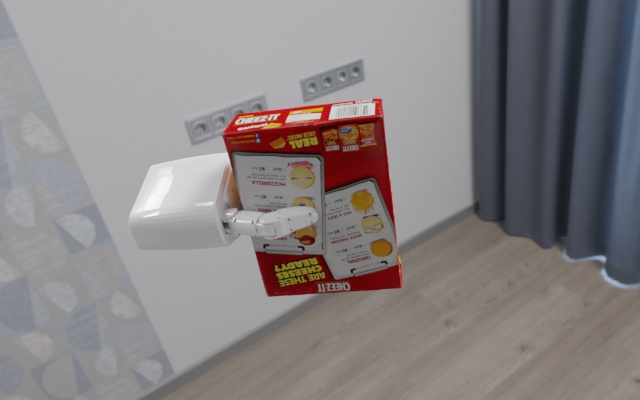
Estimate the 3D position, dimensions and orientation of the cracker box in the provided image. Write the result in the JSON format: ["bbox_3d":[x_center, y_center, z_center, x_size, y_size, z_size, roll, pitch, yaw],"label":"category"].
[{"bbox_3d":[0.000,0.002,0.538,0.164,0.214,0.072,-5,30,10],"label":"cracker box"}]
